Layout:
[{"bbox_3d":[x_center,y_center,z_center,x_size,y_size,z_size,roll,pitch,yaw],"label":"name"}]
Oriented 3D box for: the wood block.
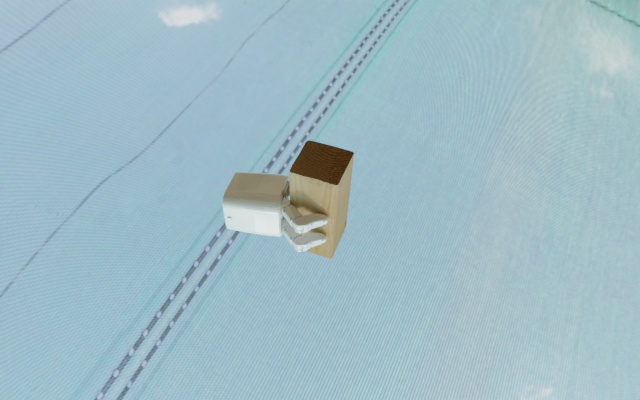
[{"bbox_3d":[0.000,0.003,0.885,0.090,0.090,0.206,16,-40,12],"label":"wood block"}]
